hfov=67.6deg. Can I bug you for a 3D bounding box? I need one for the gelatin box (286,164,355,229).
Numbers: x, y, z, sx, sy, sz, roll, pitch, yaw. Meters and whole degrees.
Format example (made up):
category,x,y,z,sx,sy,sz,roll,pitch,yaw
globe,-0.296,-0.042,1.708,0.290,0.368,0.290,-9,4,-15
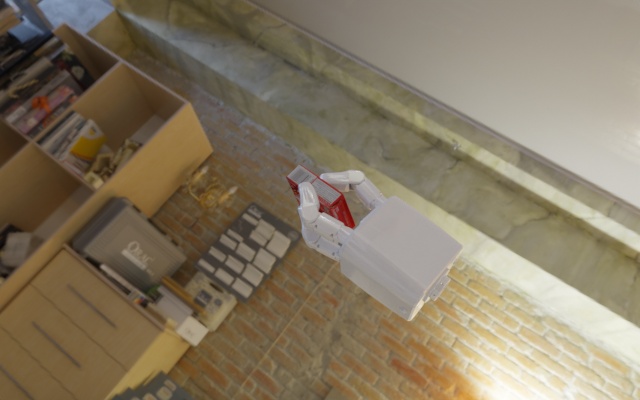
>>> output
category,x,y,z,sx,sy,sz,roll,pitch,yaw
gelatin box,0.000,0.002,0.635,0.089,0.030,0.073,36,-19,34
